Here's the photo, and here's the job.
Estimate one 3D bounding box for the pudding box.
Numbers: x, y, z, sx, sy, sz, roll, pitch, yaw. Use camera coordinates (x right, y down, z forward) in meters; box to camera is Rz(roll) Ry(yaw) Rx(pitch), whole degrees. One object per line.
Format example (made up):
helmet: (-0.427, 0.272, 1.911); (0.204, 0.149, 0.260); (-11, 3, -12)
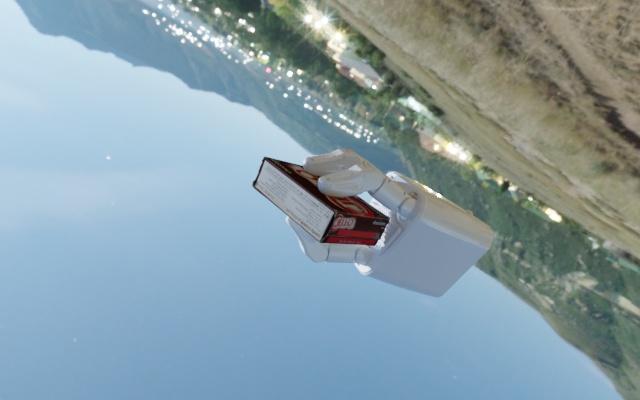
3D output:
pudding box: (0.000, 0.002, 0.477); (0.113, 0.039, 0.090); (35, 15, 37)
